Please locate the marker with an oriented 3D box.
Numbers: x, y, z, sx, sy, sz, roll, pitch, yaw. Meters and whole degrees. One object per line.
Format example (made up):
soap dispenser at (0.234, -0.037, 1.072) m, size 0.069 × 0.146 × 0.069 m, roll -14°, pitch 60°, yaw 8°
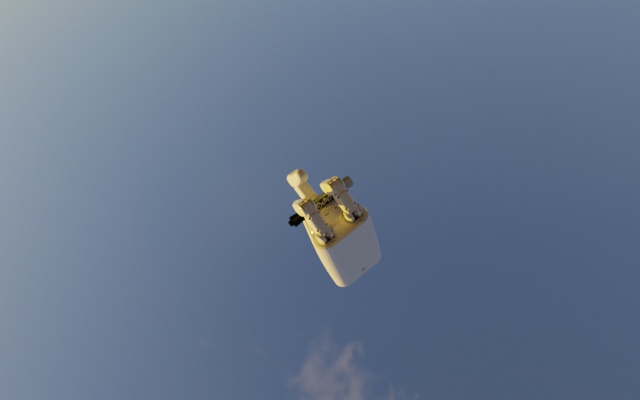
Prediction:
marker at (0.000, 0.002, 0.749) m, size 0.121 × 0.020 × 0.020 m, roll -36°, pitch 10°, yaw -13°
